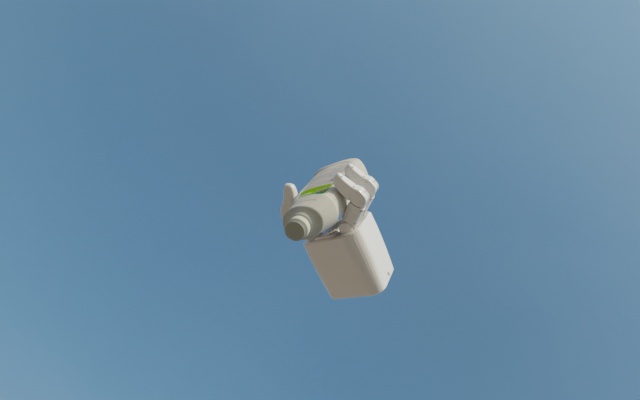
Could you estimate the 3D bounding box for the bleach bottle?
[{"bbox_3d":[0.000,0.002,0.737,0.102,0.068,0.250,-20,11,25],"label":"bleach bottle"}]
